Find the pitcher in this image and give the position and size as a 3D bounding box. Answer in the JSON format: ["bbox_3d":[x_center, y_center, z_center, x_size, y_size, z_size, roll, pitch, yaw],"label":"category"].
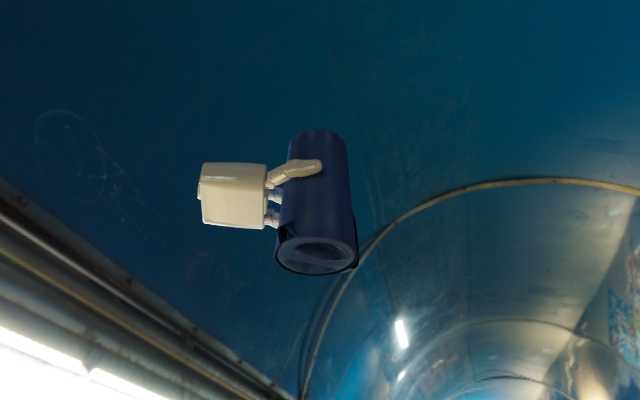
[{"bbox_3d":[0.000,0.003,0.827,0.145,0.242,0.149,3,-35,-2],"label":"pitcher"}]
